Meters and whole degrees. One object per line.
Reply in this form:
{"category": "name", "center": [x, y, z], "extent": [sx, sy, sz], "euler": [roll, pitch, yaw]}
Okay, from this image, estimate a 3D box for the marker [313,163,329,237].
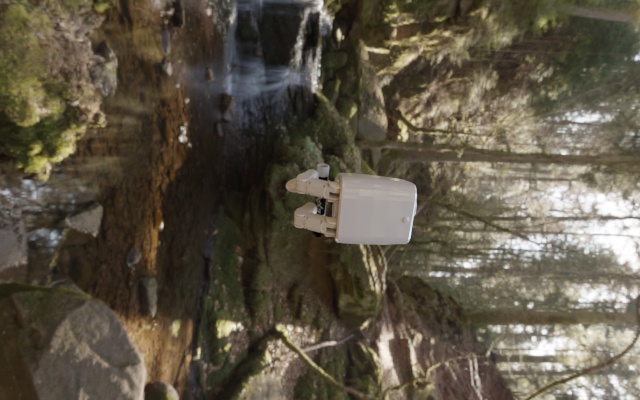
{"category": "marker", "center": [0.000, 0.002, 0.737], "extent": [0.020, 0.121, 0.020], "euler": [3, 25, -2]}
